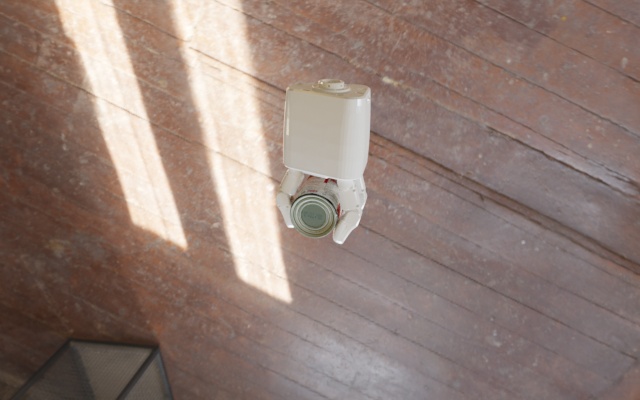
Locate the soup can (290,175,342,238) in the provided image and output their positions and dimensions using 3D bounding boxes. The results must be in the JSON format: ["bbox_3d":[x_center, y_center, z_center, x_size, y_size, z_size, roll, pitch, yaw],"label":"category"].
[{"bbox_3d":[0.000,0.003,0.686,0.068,0.068,0.102,0,23,12],"label":"soup can"}]
